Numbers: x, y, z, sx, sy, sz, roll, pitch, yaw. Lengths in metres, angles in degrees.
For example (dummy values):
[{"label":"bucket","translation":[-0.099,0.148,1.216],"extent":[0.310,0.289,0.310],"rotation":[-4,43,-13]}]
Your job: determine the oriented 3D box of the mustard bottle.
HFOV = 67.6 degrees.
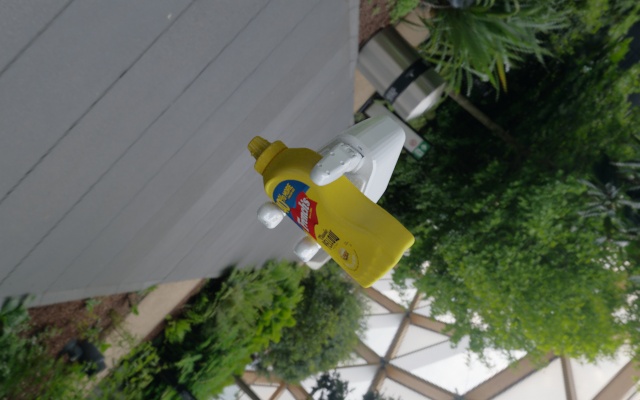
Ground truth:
[{"label":"mustard bottle","translation":[0.000,0.002,0.489],"extent":[0.058,0.191,0.096],"rotation":[-44,-7,-28]}]
